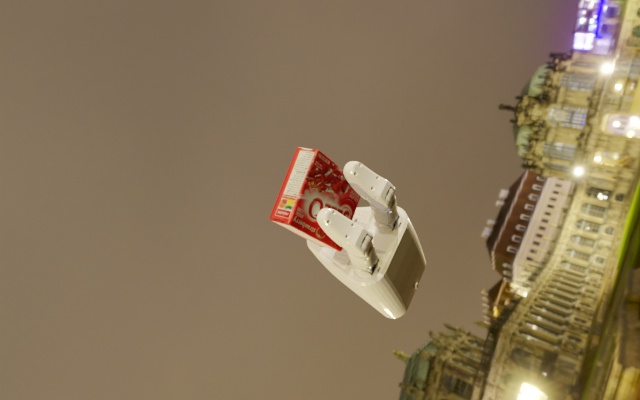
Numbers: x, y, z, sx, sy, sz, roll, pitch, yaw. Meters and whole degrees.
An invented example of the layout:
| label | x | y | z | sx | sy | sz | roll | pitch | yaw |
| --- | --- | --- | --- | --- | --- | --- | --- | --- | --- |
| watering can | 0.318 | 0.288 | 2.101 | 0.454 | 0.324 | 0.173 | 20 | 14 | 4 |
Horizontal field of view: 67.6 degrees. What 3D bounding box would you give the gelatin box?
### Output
| label | x | y | z | sx | sy | sz | roll | pitch | yaw |
| --- | --- | --- | --- | --- | --- | --- | --- | --- | --- |
| gelatin box | 0.000 | 0.001 | 0.456 | 0.030 | 0.073 | 0.089 | 12 | -14 | 40 |
